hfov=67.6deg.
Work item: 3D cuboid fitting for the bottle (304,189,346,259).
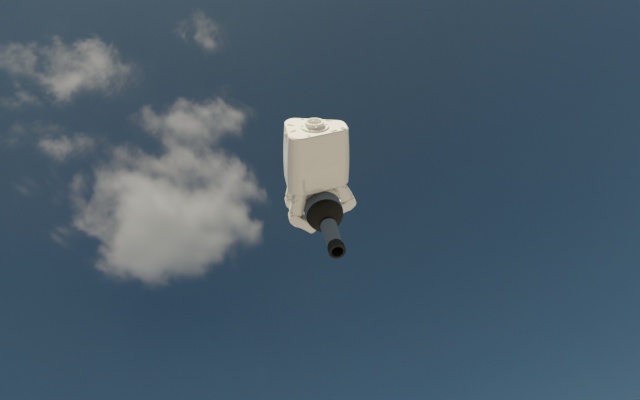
[{"bbox_3d":[0.000,0.003,0.861,0.069,0.069,0.295,0,32,-12],"label":"bottle"}]
